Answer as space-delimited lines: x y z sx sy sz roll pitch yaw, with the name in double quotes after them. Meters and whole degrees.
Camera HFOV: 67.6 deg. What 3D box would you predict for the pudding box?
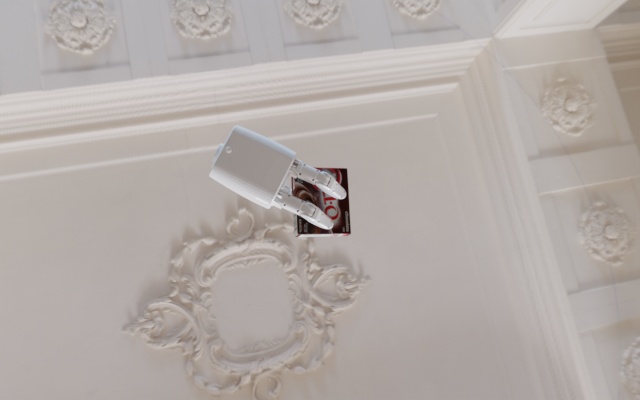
0.000 0.003 0.779 0.090 0.113 0.039 0 -9 -15 "pudding box"
